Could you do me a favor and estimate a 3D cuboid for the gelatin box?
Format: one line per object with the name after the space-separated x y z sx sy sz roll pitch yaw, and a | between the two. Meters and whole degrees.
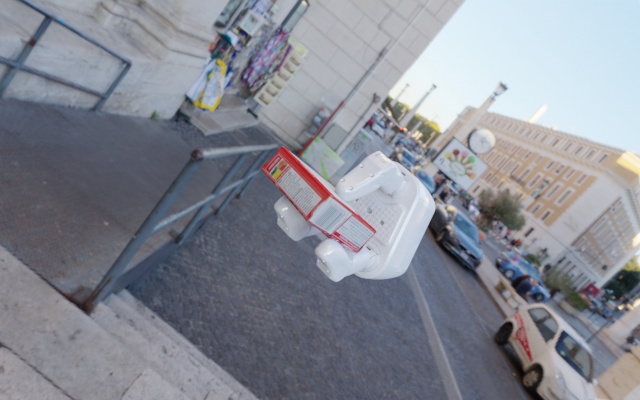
0.000 0.001 0.404 0.073 0.030 0.089 47 6 37 | gelatin box
